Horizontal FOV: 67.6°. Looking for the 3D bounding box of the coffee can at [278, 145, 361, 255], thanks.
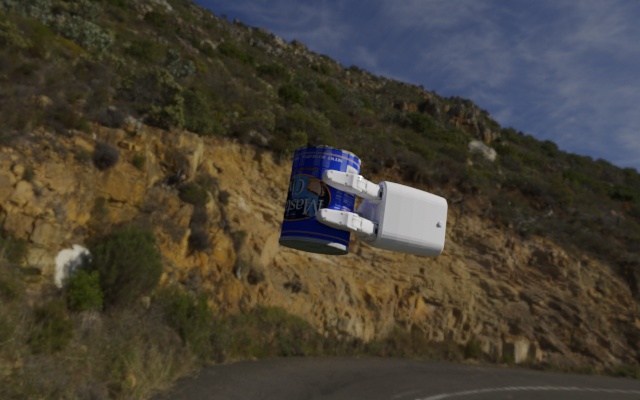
[{"bbox_3d":[0.000,0.002,0.704,0.103,0.140,0.103,8,-14,2],"label":"coffee can"}]
